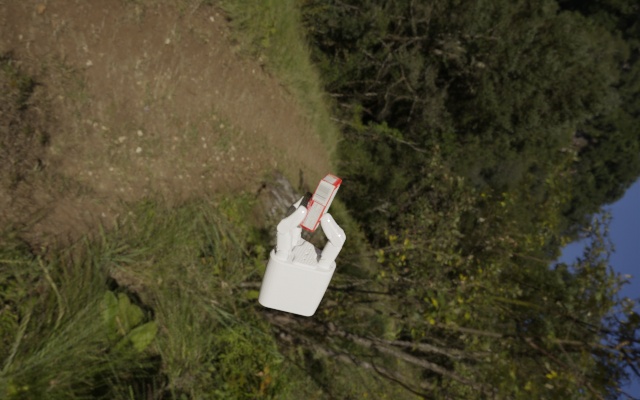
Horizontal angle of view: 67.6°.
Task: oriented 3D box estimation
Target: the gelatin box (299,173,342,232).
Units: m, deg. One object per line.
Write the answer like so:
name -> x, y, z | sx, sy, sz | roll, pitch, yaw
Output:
gelatin box -> 0.001, 0.003, 0.804 | 0.030, 0.089, 0.073 | 28, 15, 5
